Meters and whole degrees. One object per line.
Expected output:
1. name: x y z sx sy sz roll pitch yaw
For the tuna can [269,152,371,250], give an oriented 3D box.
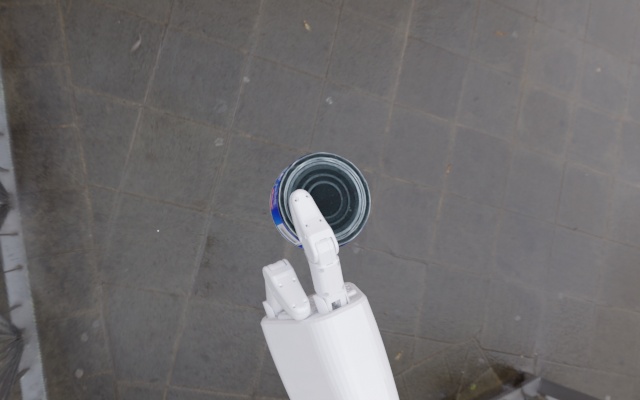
1. tuna can: 0.000 0.001 0.421 0.086 0.086 0.034 0 -9 -17
